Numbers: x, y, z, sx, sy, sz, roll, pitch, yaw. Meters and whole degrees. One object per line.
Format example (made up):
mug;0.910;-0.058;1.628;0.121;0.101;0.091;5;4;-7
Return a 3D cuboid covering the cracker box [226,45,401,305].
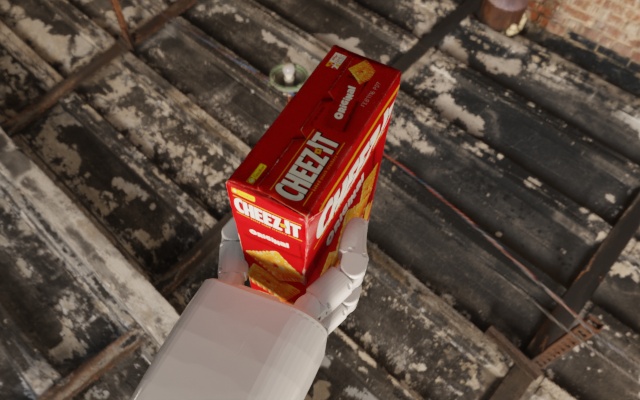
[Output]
cracker box;0.000;0.001;0.432;0.072;0.164;0.214;24;-32;13
